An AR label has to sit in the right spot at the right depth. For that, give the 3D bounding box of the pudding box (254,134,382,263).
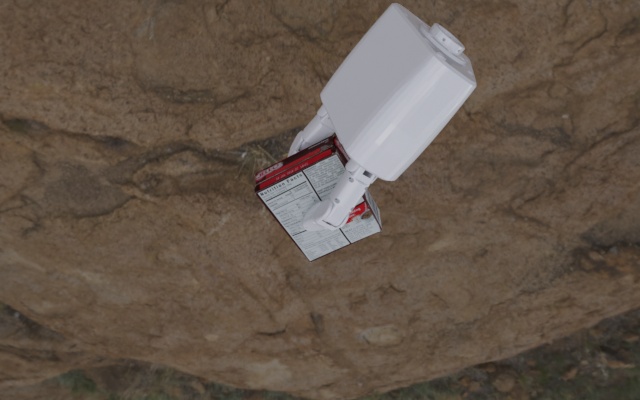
[{"bbox_3d":[0.000,0.002,0.479,0.090,0.113,0.039,-24,34,14],"label":"pudding box"}]
